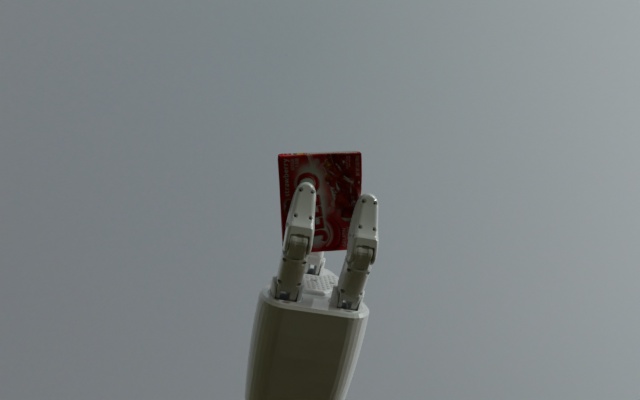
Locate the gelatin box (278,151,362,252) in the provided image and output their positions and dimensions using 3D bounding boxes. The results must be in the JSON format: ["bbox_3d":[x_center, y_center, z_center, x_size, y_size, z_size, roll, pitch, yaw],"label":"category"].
[{"bbox_3d":[0.000,0.001,0.427,0.073,0.089,0.030,-3,9,-5],"label":"gelatin box"}]
